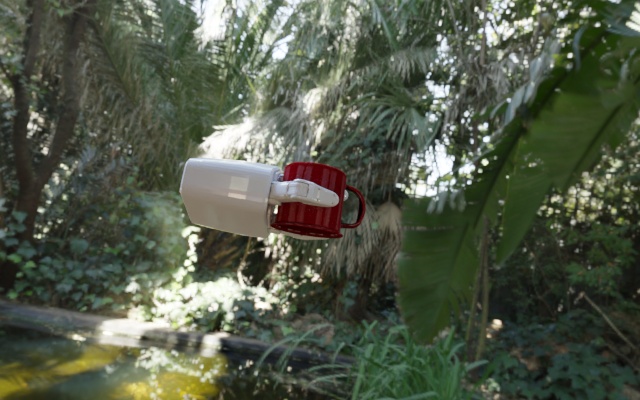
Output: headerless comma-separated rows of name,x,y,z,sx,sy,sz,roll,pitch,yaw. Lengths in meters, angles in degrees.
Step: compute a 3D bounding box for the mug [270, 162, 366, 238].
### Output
mug,0.002,0.002,0.608,0.117,0.081,0.093,9,-11,-1
